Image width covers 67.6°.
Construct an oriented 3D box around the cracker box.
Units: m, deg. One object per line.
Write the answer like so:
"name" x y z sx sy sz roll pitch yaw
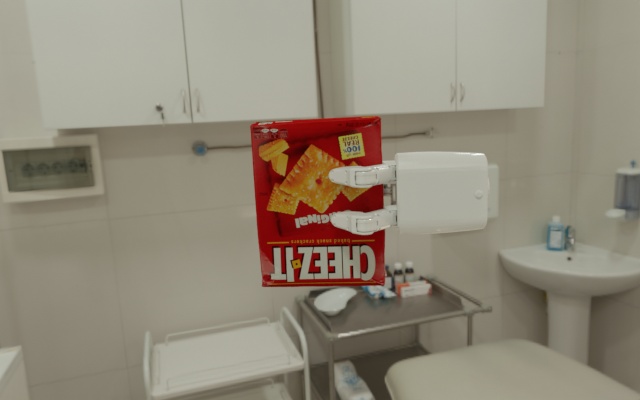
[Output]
"cracker box" 0.000 0.002 0.620 0.164 0.214 0.072 -2 10 6
